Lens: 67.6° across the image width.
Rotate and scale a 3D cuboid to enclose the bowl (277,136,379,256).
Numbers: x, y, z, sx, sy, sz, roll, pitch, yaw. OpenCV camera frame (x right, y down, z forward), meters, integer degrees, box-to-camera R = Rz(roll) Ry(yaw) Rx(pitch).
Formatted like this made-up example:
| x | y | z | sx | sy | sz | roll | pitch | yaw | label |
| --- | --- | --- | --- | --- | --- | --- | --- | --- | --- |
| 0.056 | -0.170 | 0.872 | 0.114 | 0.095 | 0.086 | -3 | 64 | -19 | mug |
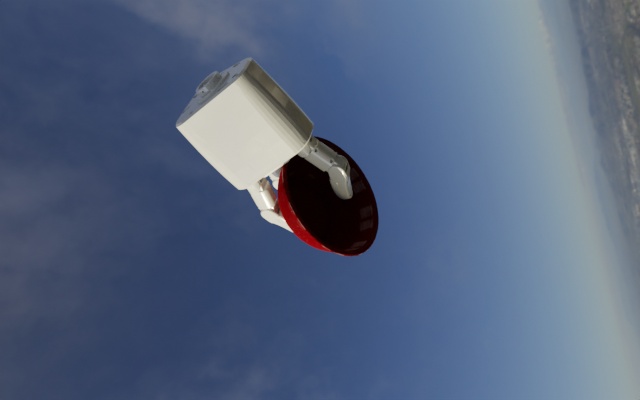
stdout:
| x | y | z | sx | sy | sz | roll | pitch | yaw | label |
| --- | --- | --- | --- | --- | --- | --- | --- | --- | --- |
| 0.001 | 0.003 | 0.605 | 0.162 | 0.162 | 0.055 | 0 | -24 | -46 | bowl |
